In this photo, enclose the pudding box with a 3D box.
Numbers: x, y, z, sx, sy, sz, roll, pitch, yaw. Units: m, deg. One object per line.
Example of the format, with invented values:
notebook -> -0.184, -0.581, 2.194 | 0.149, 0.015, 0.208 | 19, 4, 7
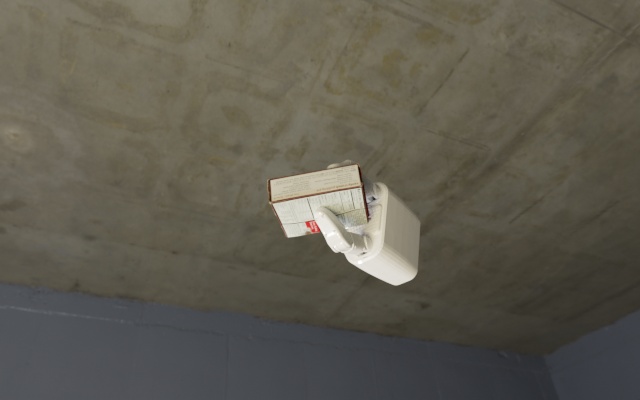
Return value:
pudding box -> 0.000, 0.002, 0.587 | 0.113, 0.039, 0.090 | -11, -34, 4
